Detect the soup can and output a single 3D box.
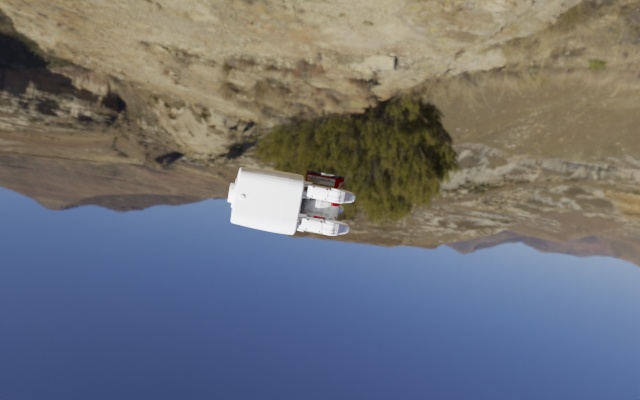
[{"bbox_3d":[0.001,0.003,0.828,0.068,0.102,0.068,10,4,-1],"label":"soup can"}]
